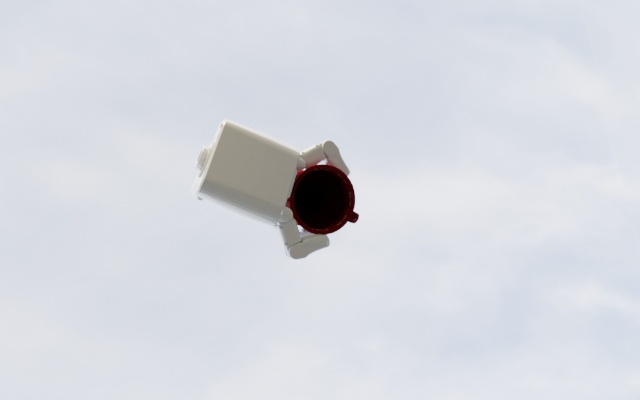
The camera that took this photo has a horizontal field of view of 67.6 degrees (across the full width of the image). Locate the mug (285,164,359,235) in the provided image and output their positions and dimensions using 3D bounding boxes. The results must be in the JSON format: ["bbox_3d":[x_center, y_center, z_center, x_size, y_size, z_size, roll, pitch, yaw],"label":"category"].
[{"bbox_3d":[0.001,0.003,0.667,0.117,0.093,0.081,24,-7,-20],"label":"mug"}]
